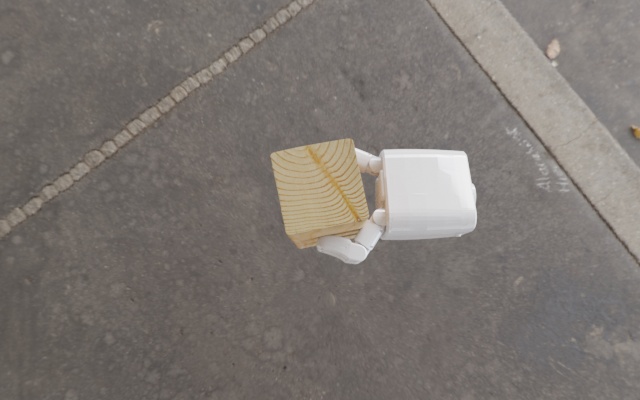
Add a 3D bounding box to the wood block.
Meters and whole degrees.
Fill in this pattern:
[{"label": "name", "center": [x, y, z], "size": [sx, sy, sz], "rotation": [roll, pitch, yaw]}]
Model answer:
[{"label": "wood block", "center": [0.000, 0.002, 0.591], "size": [0.090, 0.091, 0.206], "rotation": [-11, -10, -1]}]
